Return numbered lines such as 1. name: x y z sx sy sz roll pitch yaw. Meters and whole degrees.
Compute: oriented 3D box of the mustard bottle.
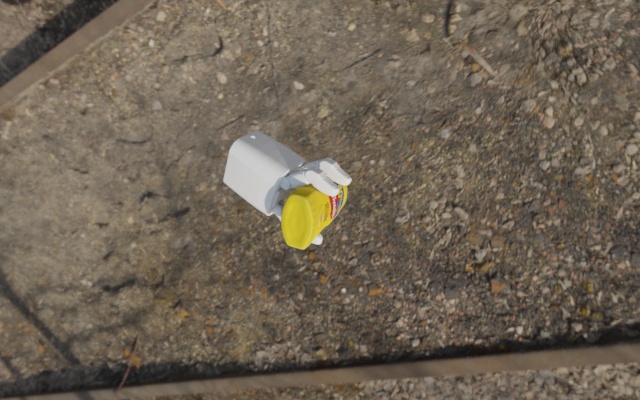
1. mustard bottle: 0.000 0.003 0.826 0.058 0.096 0.191 13 26 21
